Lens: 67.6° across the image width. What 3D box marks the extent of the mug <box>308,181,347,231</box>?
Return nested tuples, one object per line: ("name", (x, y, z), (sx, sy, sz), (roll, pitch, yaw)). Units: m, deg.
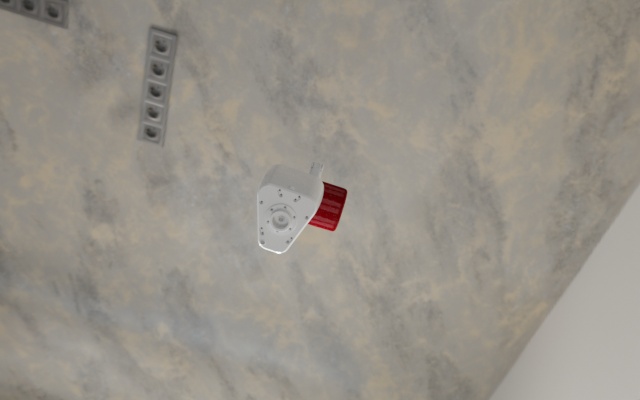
("mug", (0.000, 0.003, 0.872), (0.081, 0.093, 0.117), (17, 20, -1))
